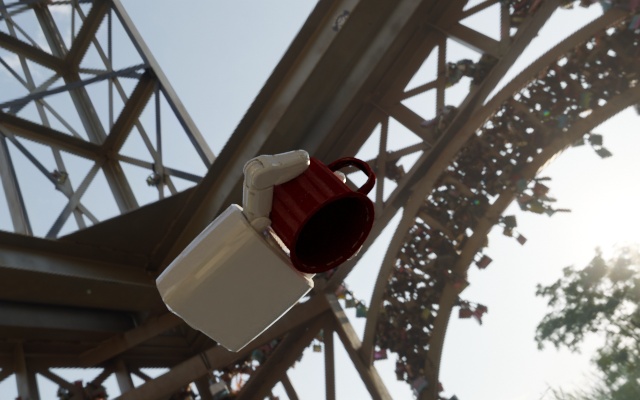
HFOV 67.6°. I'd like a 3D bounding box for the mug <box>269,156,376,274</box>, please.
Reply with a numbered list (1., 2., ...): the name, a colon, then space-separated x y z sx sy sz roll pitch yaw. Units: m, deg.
1. mug: 0.001 0.000 0.462 0.081 0.117 0.093 46 -2 40
